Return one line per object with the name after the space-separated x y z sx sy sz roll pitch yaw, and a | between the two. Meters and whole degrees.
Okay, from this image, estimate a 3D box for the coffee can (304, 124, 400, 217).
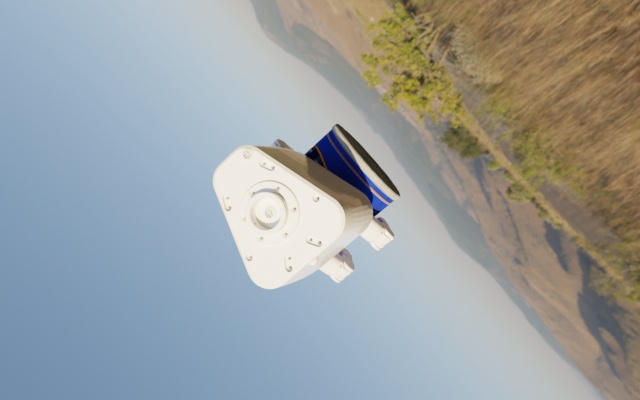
0.000 0.002 0.518 0.140 0.103 0.103 -41 -11 13 | coffee can
